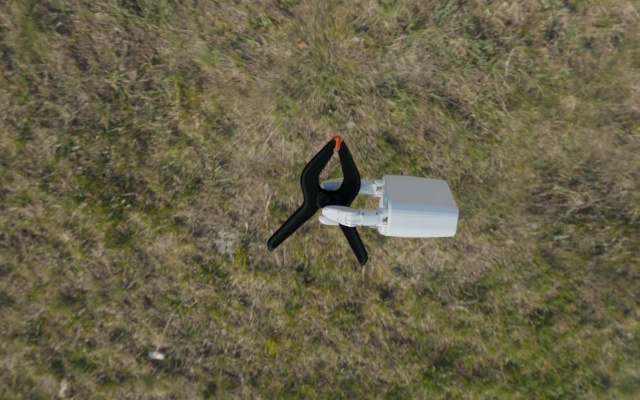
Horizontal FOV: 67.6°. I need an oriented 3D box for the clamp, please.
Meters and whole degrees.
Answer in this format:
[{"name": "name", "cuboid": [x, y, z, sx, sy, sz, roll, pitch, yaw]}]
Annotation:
[{"name": "clamp", "cuboid": [0.000, 0.002, 0.751, 0.164, 0.210, 0.036, 2, 16, -3]}]
